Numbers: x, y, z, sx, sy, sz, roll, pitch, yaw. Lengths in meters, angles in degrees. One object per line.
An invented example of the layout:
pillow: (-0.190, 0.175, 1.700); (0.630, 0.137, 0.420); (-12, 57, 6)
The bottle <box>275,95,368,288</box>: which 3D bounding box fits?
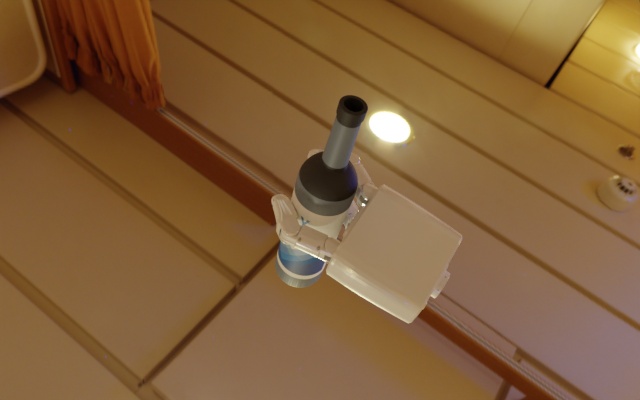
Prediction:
bottle: (0.000, 0.002, 0.547); (0.069, 0.069, 0.296); (0, -37, -15)
